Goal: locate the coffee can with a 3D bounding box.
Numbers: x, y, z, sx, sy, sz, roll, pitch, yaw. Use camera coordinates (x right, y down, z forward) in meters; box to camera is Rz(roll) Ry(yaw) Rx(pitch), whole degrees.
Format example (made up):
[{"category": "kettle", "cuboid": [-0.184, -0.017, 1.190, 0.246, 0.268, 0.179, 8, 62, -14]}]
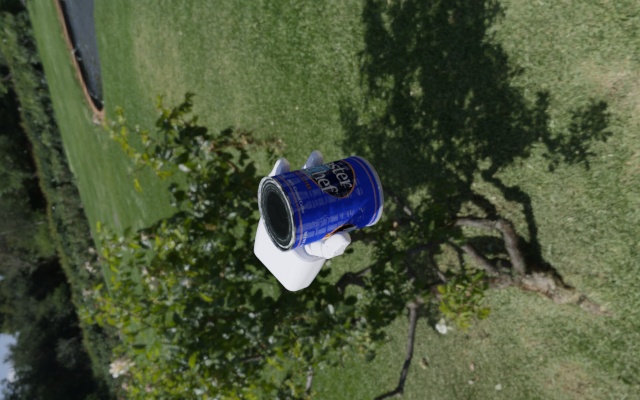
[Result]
[{"category": "coffee can", "cuboid": [0.000, 0.002, 0.651, 0.140, 0.103, 0.103, -16, 7, -28]}]
